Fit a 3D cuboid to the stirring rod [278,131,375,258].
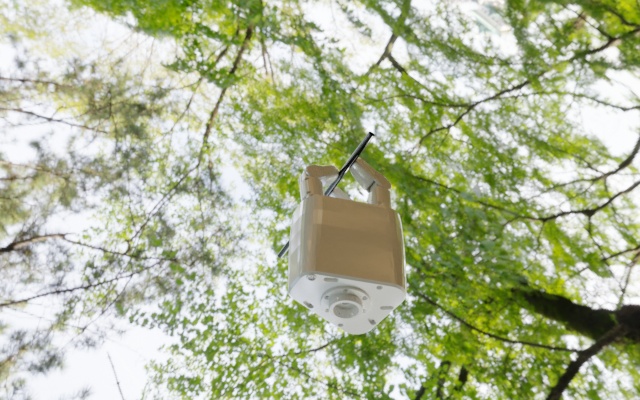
[{"bbox_3d":[0.000,0.002,0.613,0.011,0.011,0.240,0,-40,-39],"label":"stirring rod"}]
